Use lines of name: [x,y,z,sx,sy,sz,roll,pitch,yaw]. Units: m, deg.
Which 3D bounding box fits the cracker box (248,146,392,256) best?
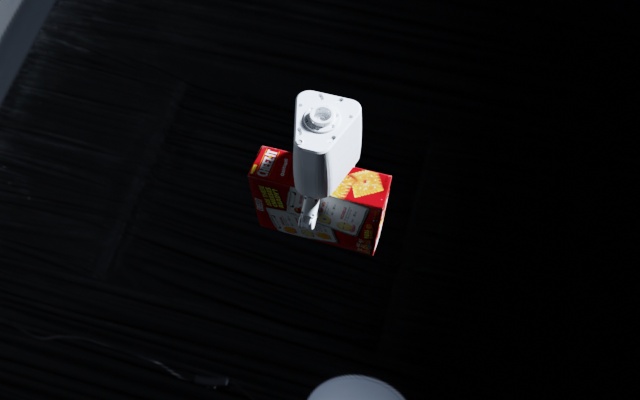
cracker box: [0.000,0.003,0.793,0.213,0.072,0.164,15,-30,9]
